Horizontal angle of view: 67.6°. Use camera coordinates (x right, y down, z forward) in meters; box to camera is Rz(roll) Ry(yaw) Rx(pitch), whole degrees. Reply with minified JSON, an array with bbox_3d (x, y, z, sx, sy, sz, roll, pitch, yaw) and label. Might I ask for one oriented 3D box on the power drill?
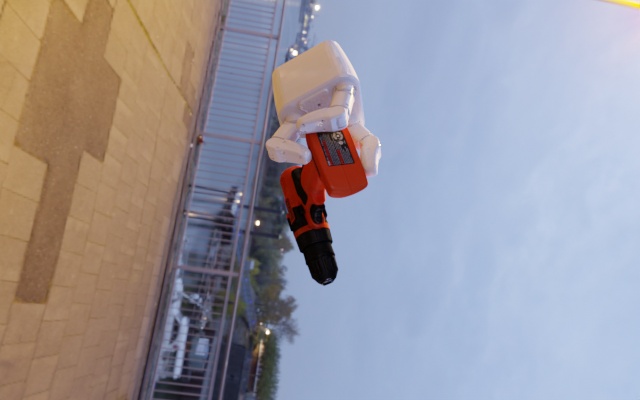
[{"bbox_3d":[0.000,0.002,0.633,0.057,0.184,0.188,-10,-25,-23],"label":"power drill"}]
